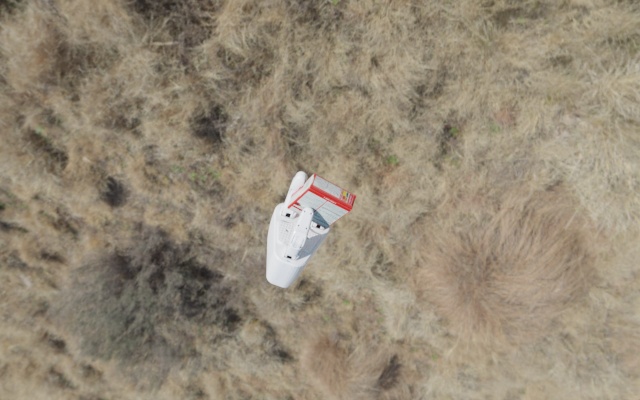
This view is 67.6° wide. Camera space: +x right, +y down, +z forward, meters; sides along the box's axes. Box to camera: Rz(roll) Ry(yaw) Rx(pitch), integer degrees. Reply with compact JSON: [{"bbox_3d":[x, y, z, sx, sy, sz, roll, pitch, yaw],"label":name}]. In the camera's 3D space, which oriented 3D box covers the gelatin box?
[{"bbox_3d":[0.000,0.003,0.723,0.073,0.030,0.089,28,-31,-14],"label":"gelatin box"}]
